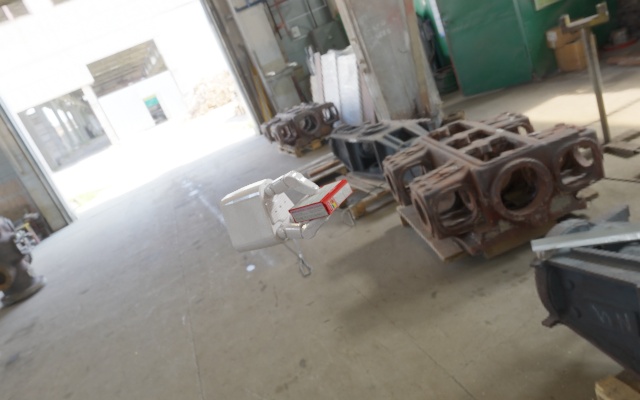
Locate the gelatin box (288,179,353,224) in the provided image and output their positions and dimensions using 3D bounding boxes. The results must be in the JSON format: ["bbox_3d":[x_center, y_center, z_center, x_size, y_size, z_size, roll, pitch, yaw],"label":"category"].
[{"bbox_3d":[0.000,0.002,0.797,0.089,0.030,0.073,-17,19,46],"label":"gelatin box"}]
